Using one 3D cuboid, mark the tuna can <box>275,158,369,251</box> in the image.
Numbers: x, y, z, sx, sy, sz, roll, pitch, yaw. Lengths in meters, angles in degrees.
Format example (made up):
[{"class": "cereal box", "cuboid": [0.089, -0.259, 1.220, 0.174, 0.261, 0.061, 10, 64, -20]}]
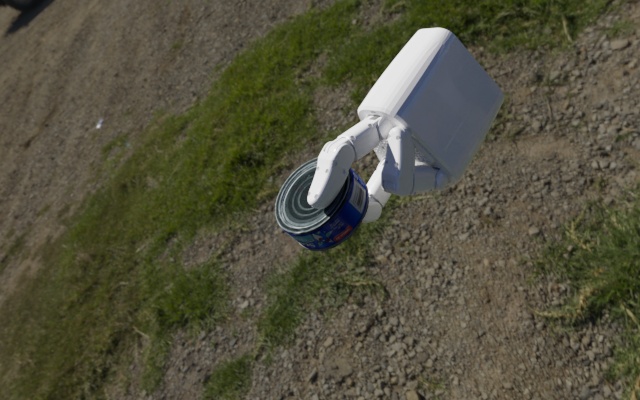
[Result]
[{"class": "tuna can", "cuboid": [0.000, 0.001, 0.443, 0.086, 0.086, 0.034, 0, -31, 40]}]
